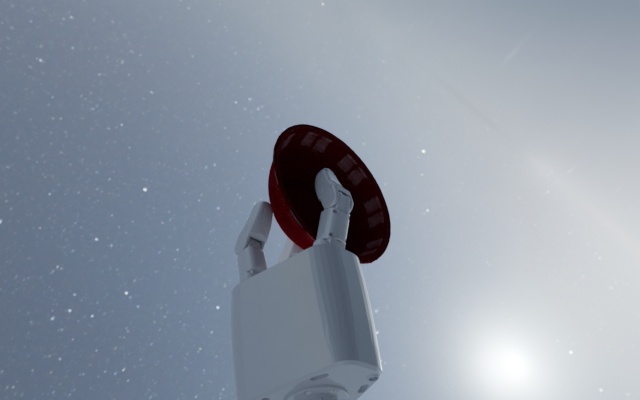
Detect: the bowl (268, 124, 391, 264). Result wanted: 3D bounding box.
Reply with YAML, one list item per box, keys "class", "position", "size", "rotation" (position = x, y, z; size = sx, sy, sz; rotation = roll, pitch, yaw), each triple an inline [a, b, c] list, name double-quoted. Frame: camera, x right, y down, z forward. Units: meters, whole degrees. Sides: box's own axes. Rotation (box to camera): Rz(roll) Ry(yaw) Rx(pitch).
- class: "bowl"
  position: [0.000, 0.001, 0.502]
  size: [0.162, 0.162, 0.055]
  rotation: [0, -28, -48]
